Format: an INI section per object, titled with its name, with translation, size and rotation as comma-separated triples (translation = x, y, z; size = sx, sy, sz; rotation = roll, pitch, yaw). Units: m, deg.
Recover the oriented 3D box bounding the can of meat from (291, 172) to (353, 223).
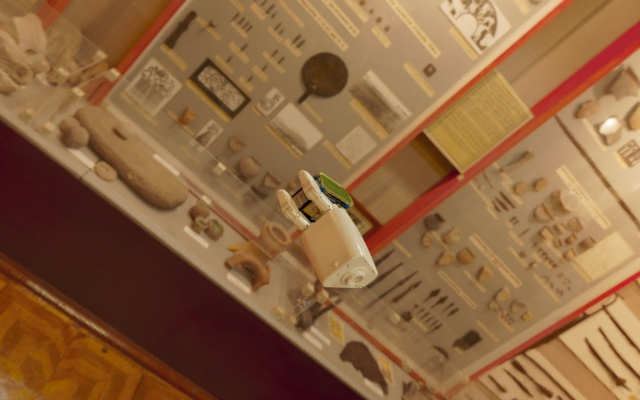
[can of meat]
translation = 0.000, 0.003, 0.898
size = 0.084, 0.057, 0.102
rotation = -40, -42, 19
